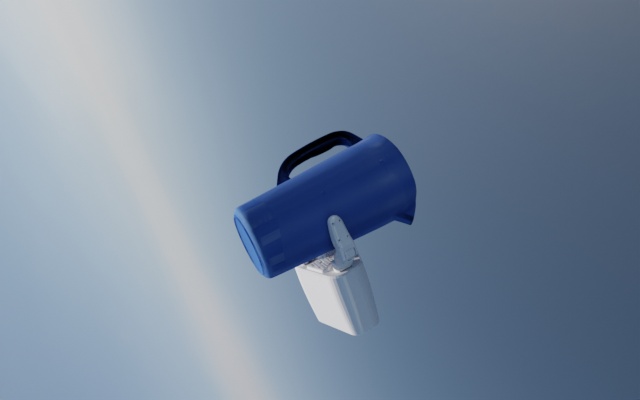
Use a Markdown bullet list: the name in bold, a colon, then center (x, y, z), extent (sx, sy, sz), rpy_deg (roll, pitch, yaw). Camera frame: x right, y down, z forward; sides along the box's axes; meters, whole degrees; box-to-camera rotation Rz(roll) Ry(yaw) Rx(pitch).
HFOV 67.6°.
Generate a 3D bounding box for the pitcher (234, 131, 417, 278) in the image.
- **pitcher**: center (0.000, 0.002, 0.686), extent (0.243, 0.145, 0.149), rpy_deg (-26, 21, -17)
